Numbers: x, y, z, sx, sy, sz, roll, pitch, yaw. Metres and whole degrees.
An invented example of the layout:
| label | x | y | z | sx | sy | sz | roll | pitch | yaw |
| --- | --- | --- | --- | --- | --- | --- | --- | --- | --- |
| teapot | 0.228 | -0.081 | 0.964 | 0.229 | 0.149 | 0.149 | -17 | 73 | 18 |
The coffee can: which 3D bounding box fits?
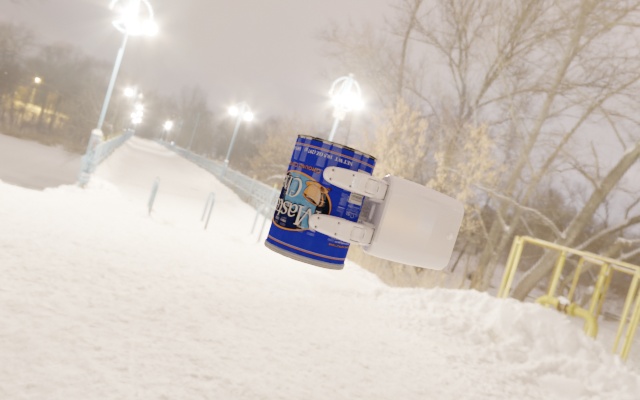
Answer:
| label | x | y | z | sx | sy | sz | roll | pitch | yaw |
| --- | --- | --- | --- | --- | --- | --- | --- | --- | --- |
| coffee can | 0.000 | 0.002 | 0.584 | 0.103 | 0.140 | 0.103 | 17 | 2 | 0 |
